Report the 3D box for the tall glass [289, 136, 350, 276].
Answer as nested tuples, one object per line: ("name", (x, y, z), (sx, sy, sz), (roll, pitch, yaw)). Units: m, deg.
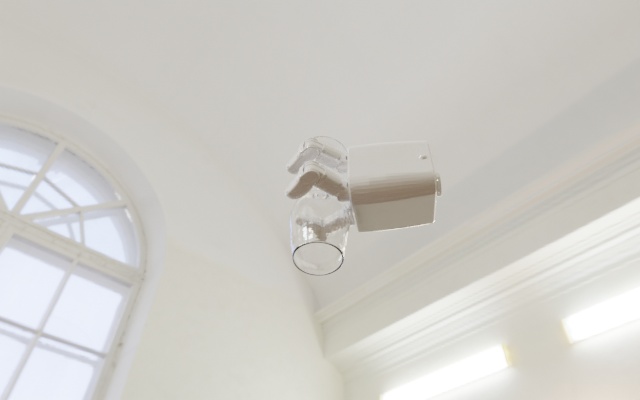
("tall glass", (0.000, 0.002, 0.636), (0.079, 0.079, 0.200), (0, 43, 3))
